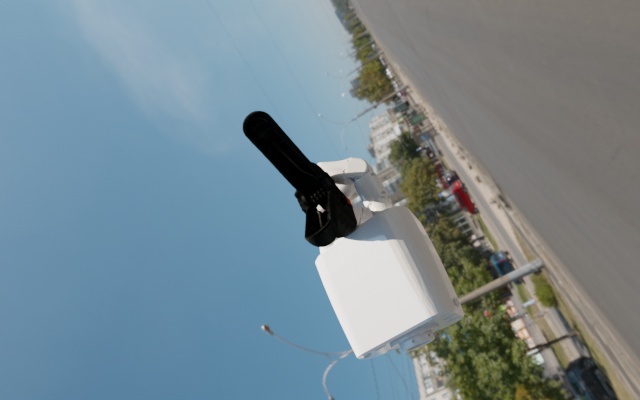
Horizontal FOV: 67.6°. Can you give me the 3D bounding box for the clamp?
[{"bbox_3d":[0.000,0.002,0.416,0.039,0.120,0.171,-30,-27,14],"label":"clamp"}]
